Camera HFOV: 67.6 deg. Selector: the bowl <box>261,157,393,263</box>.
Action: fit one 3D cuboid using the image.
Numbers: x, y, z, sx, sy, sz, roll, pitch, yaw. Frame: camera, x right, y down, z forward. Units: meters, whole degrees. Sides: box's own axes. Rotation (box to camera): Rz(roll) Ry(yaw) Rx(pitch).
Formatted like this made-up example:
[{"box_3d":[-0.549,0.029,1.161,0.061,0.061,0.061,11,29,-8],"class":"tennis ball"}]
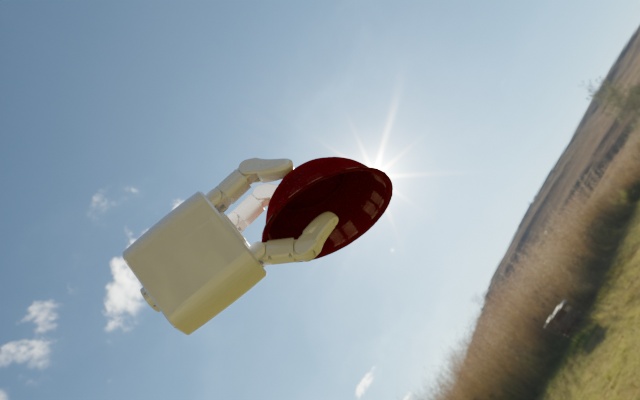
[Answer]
[{"box_3d":[0.001,0.001,0.547,0.162,0.055,0.162,-20,-33,-14],"class":"bowl"}]
